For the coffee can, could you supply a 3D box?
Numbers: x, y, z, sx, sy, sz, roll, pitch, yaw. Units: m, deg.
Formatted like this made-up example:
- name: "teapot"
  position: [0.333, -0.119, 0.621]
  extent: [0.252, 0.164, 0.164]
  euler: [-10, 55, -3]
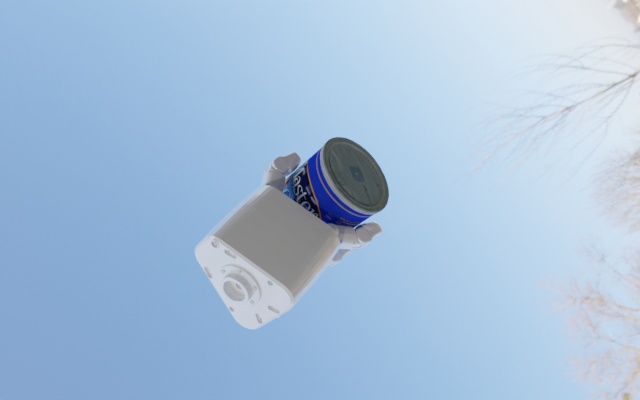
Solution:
- name: "coffee can"
  position: [0.000, 0.002, 0.597]
  extent: [0.103, 0.102, 0.140]
  euler: [0, -29, -45]
